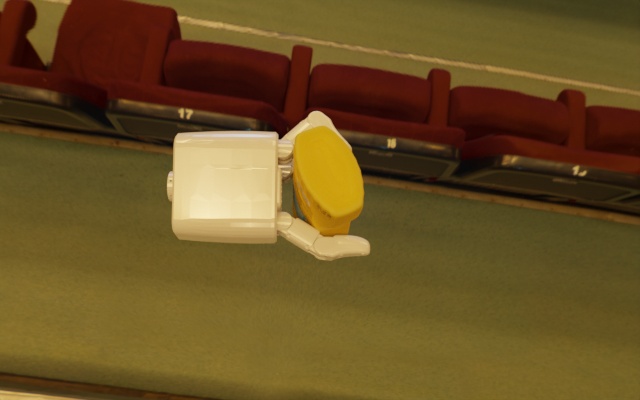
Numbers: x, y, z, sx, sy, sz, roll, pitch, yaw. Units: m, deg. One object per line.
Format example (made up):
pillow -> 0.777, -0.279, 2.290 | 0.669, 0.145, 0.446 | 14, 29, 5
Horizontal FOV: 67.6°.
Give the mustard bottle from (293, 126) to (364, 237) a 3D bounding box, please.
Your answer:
mustard bottle -> 0.000, 0.002, 0.535 | 0.058, 0.096, 0.192 | -23, -16, -13
